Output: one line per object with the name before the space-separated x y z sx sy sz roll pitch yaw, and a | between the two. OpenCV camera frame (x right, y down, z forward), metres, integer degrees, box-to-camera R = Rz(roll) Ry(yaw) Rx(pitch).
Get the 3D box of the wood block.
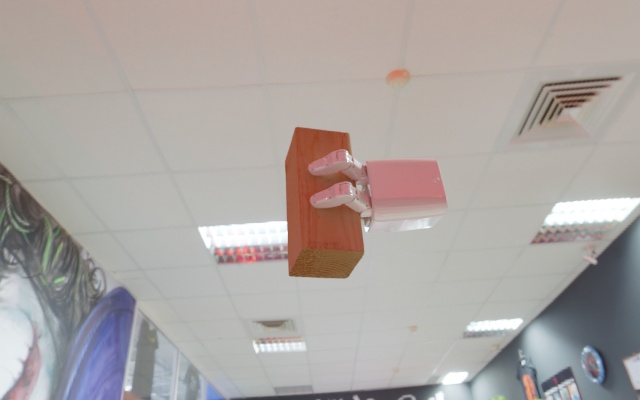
wood block | 0.000 0.002 0.709 0.090 0.206 0.091 4 -34 -13
